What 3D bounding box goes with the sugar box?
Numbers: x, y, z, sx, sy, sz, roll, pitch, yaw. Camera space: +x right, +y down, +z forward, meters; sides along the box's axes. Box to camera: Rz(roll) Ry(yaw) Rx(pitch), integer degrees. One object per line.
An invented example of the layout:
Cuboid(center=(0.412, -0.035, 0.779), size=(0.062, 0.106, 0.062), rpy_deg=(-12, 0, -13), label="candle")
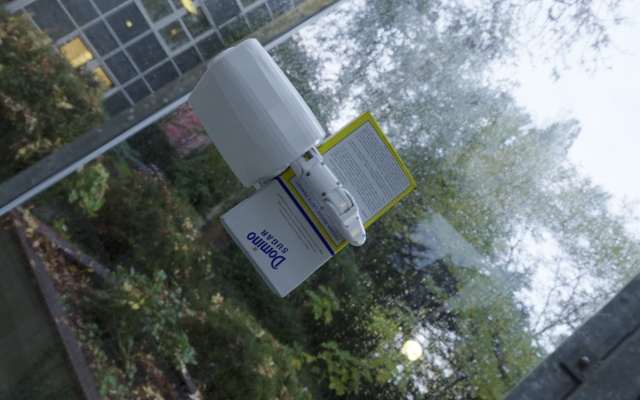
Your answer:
Cuboid(center=(0.000, 0.001, 0.464), size=(0.176, 0.093, 0.048), rpy_deg=(-37, 9, -13), label="sugar box")
